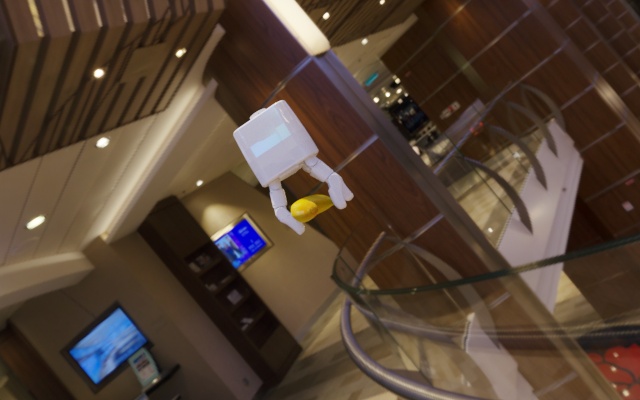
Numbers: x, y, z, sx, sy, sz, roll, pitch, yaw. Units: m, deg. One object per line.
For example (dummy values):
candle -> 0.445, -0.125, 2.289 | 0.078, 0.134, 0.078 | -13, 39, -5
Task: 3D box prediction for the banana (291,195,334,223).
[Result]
banana -> -0.015, 0.010, 0.801 | 0.069, 0.037, 0.198 | -24, 0, 16
